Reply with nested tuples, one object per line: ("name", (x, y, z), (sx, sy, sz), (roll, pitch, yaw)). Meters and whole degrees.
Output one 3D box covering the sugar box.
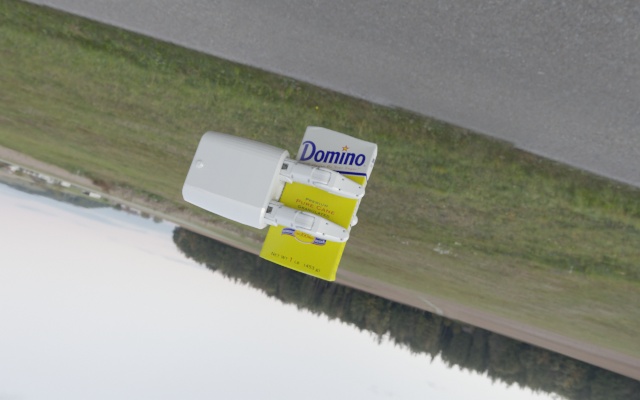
("sugar box", (0.000, 0.002, 0.590), (0.093, 0.176, 0.048), (17, -7, 10))
